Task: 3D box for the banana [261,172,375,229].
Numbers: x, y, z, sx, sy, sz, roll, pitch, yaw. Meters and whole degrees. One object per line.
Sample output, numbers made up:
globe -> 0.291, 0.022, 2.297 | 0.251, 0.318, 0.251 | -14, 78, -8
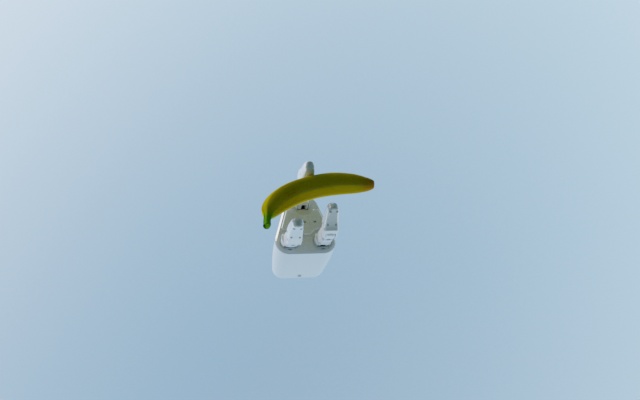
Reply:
banana -> -0.013, -0.009, 0.724 | 0.198, 0.069, 0.037 | -22, -35, -25
